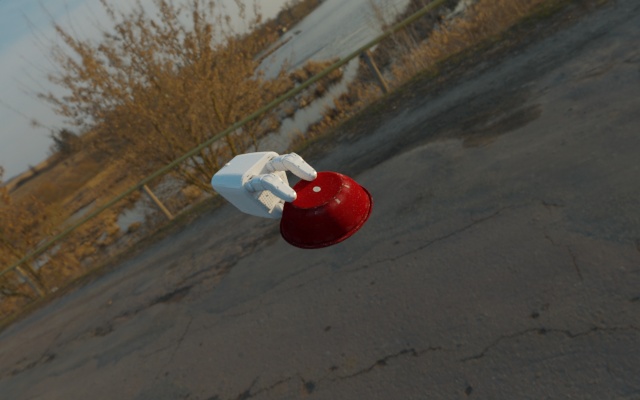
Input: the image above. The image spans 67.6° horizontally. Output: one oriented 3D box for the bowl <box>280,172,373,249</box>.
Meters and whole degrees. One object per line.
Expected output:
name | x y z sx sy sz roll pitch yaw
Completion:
bowl | 0.001 0.002 0.772 0.162 0.055 0.162 -15 37 11
